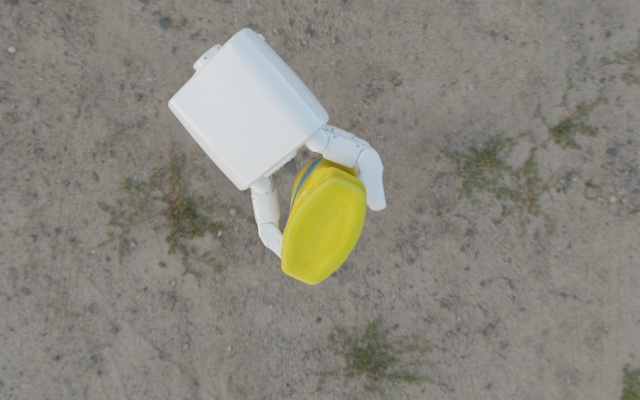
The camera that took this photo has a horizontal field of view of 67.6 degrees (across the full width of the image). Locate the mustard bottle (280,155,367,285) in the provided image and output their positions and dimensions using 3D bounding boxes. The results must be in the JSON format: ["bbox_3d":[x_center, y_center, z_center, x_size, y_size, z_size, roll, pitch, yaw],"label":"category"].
[{"bbox_3d":[0.000,0.002,0.472,0.058,0.096,0.191,24,13,-8],"label":"mustard bottle"}]
